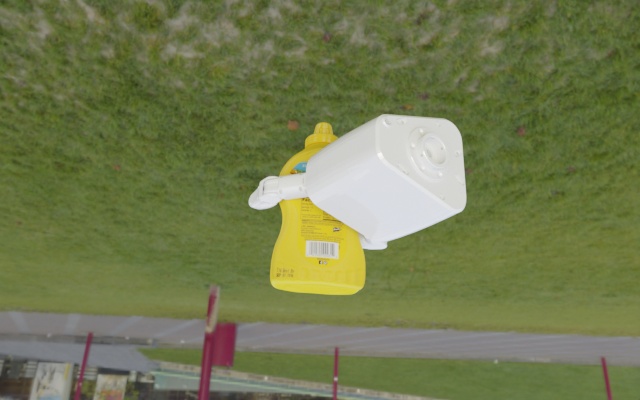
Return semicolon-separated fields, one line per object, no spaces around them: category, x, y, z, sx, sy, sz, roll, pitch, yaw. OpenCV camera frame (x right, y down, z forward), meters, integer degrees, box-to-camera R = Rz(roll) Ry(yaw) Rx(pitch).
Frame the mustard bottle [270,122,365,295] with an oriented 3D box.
mustard bottle;0.000;0.002;0.519;0.096;0.191;0.058;5;-22;-7
